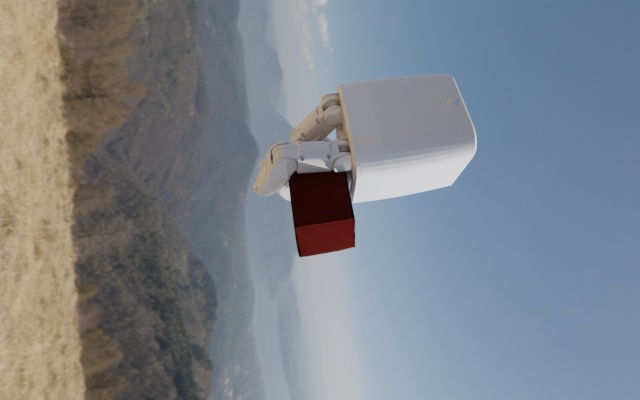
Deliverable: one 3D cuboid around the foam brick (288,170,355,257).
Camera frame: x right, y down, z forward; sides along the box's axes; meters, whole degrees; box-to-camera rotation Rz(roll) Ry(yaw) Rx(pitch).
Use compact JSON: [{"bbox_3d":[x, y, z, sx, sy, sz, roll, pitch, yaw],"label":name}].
[{"bbox_3d":[0.000,0.002,0.422,0.051,0.078,0.053,-7,-34,-2],"label":"foam brick"}]
